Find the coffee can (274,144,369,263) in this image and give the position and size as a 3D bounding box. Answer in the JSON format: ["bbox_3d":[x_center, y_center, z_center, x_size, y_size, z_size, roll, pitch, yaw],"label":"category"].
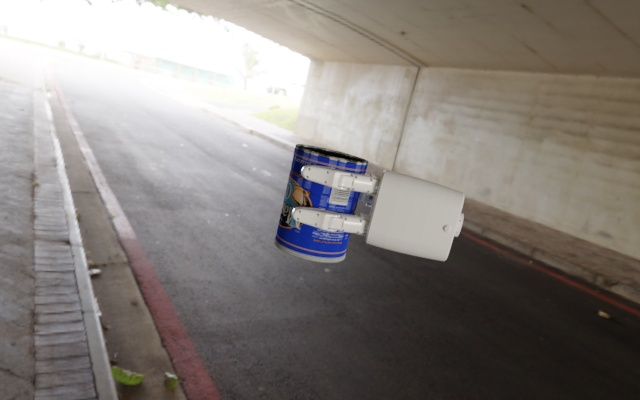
[{"bbox_3d":[0.000,0.002,0.660,0.103,0.140,0.103,13,11,-2],"label":"coffee can"}]
